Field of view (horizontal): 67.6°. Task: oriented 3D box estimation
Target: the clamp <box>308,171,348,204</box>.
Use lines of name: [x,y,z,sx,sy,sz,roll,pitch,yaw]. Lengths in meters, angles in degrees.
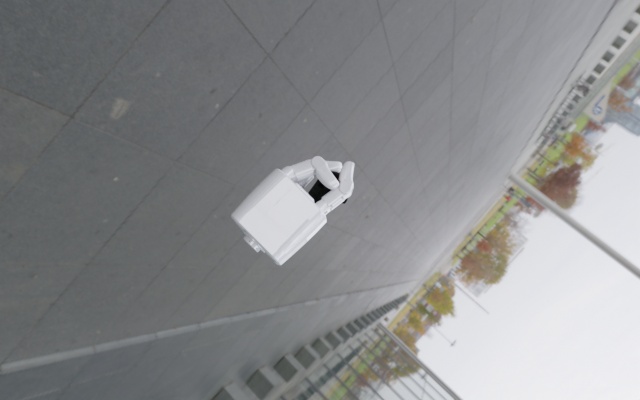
clamp: [0.001,0.003,0.841,0.039,0.120,0.171,41,-12,16]
